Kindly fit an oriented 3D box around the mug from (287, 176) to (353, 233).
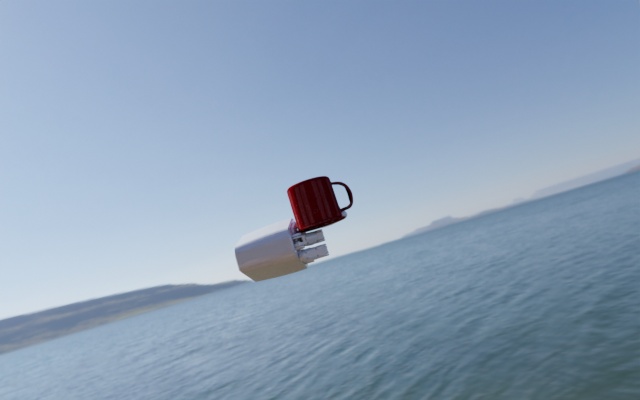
[{"bbox_3d":[0.001,0.002,0.853,0.117,0.081,0.093,-18,-7,3],"label":"mug"}]
